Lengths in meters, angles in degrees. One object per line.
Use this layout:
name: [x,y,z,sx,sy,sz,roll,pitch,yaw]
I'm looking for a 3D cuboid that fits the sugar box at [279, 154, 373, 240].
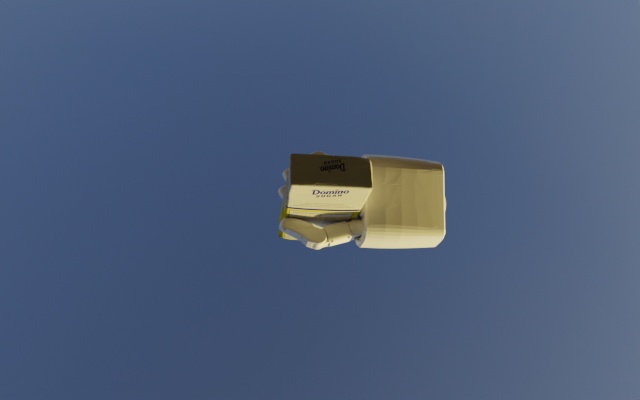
sugar box: [0.000,0.001,0.596,0.093,0.048,0.176,3,-26,-8]
